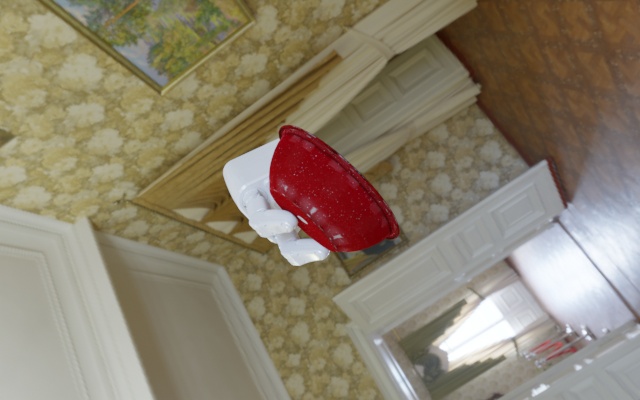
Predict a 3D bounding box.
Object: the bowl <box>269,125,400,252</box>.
[{"bbox_3d":[0.000,0.002,0.479,0.162,0.055,0.162,41,-13,11],"label":"bowl"}]
